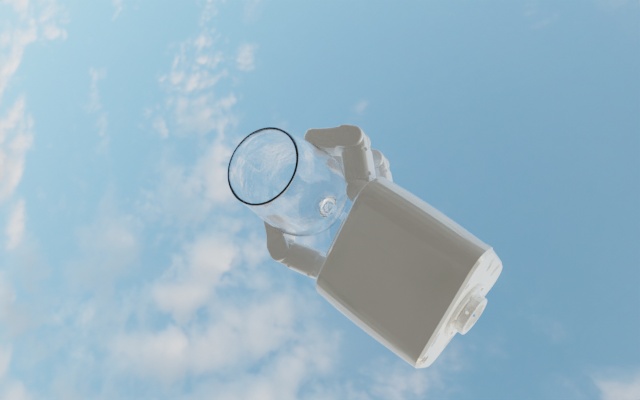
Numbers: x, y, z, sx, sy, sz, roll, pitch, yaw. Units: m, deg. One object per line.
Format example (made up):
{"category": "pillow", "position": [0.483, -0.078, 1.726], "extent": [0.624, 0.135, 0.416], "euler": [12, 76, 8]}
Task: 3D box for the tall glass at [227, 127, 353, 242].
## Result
{"category": "tall glass", "position": [0.000, 0.002, 0.436], "extent": [0.079, 0.079, 0.201], "euler": [0, -16, 27]}
